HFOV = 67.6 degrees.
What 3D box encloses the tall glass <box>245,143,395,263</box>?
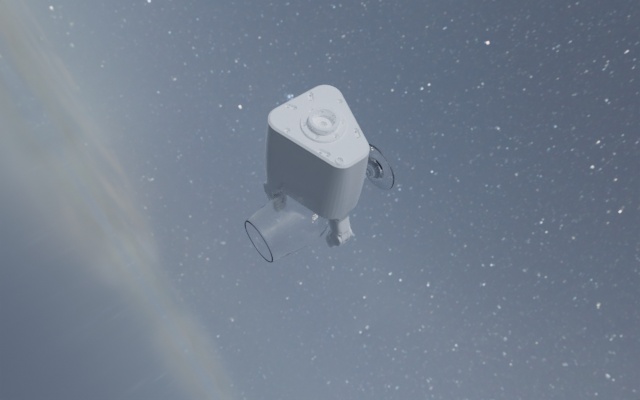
[{"bbox_3d":[0.001,0.002,0.631,0.201,0.079,0.079,-33,13,-22],"label":"tall glass"}]
